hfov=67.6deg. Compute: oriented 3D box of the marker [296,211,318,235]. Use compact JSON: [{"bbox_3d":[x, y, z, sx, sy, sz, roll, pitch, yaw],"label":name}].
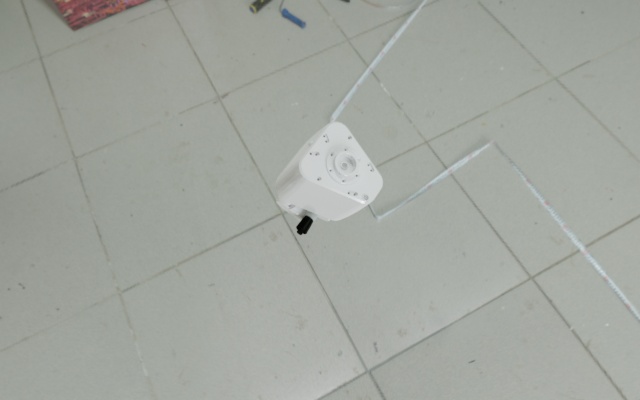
[{"bbox_3d":[0.000,0.002,0.725,0.020,0.121,0.020,29,-22,13],"label":"marker"}]
